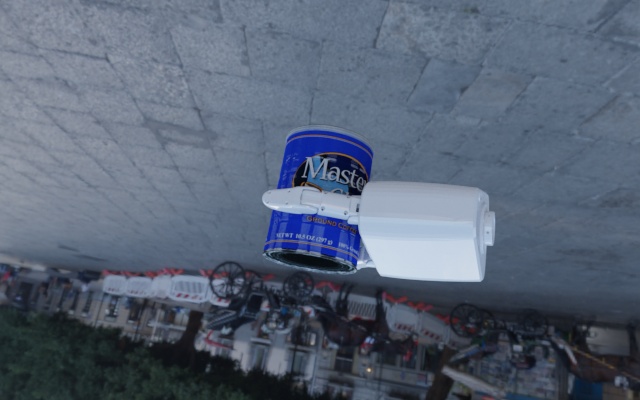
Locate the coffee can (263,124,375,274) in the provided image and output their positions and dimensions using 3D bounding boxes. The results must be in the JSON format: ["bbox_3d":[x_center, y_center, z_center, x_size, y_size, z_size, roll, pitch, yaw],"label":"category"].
[{"bbox_3d":[0.000,0.002,0.529,0.103,0.140,0.103,9,-17,3],"label":"coffee can"}]
